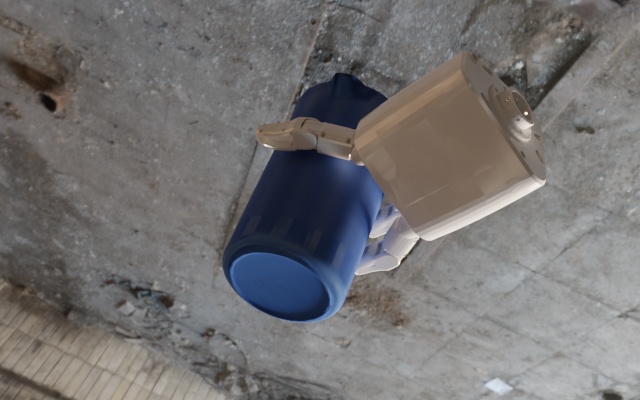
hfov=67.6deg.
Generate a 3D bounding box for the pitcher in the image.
[{"bbox_3d":[0.000,0.001,0.481,0.145,0.149,0.242,-29,26,38],"label":"pitcher"}]
